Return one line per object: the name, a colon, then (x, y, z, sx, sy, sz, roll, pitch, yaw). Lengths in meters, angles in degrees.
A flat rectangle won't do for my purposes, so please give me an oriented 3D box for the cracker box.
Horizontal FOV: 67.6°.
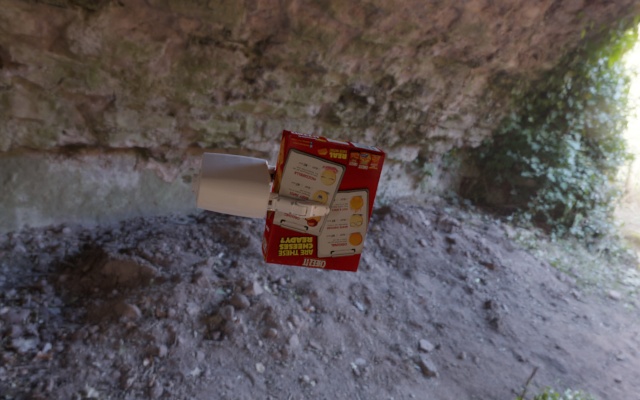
cracker box: (0.000, 0.003, 0.799, 0.164, 0.214, 0.072, 8, 15, -15)
